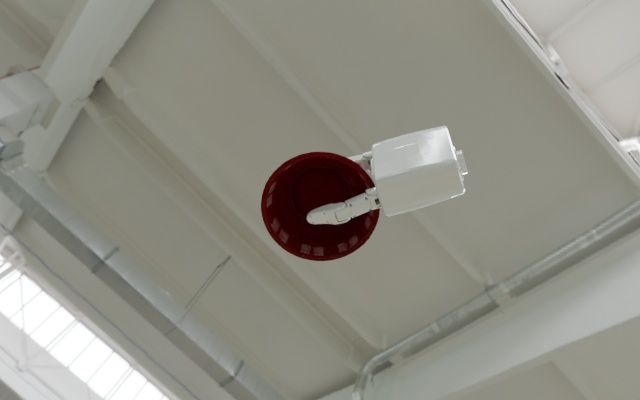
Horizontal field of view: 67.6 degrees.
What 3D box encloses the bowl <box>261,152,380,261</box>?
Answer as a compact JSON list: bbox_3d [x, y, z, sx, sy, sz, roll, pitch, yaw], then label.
[{"bbox_3d":[-0.001,0.002,0.671,0.162,0.162,0.055,0,22,1],"label":"bowl"}]
